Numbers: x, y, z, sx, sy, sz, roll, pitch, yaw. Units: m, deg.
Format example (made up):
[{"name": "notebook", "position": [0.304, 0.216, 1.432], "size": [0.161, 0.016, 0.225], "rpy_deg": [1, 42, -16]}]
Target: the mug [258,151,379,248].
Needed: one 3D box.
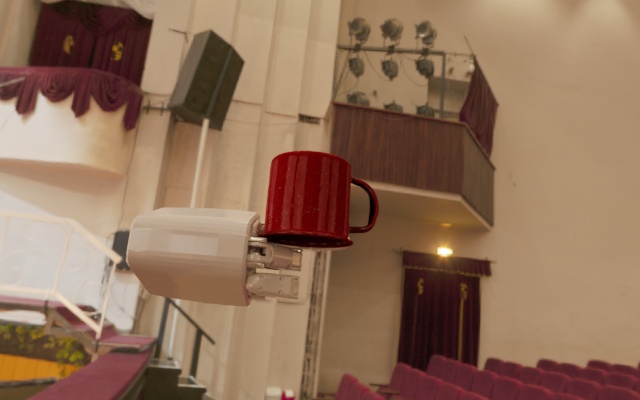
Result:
[{"name": "mug", "position": [0.002, 0.001, 0.473], "size": [0.117, 0.081, 0.093], "rpy_deg": [5, -12, -3]}]
